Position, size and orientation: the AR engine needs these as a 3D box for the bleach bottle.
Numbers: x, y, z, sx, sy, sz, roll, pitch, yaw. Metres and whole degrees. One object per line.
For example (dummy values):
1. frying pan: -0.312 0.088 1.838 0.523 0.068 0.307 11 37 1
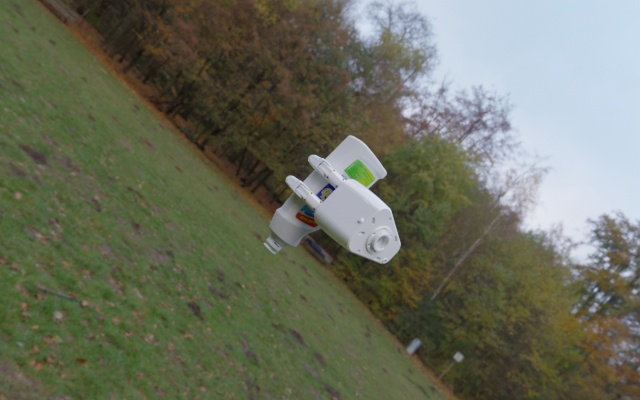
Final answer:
1. bleach bottle: 0.000 0.003 0.870 0.103 0.251 0.068 46 -3 -38
